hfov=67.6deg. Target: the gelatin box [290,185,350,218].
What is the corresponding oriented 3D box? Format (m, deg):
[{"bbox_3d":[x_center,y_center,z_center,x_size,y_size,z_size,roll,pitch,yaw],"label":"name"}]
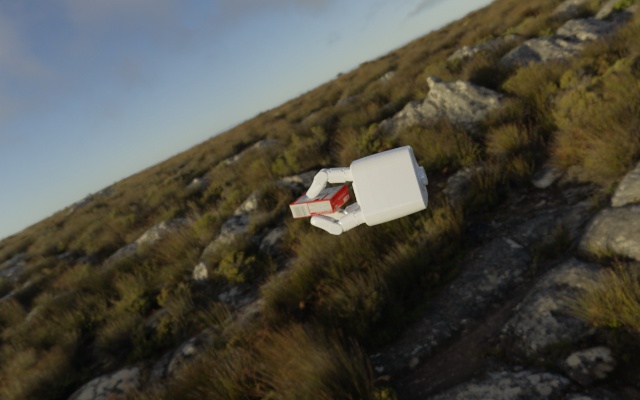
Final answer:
[{"bbox_3d":[0.000,0.002,0.875,0.089,0.030,0.073,-8,17,30],"label":"gelatin box"}]
